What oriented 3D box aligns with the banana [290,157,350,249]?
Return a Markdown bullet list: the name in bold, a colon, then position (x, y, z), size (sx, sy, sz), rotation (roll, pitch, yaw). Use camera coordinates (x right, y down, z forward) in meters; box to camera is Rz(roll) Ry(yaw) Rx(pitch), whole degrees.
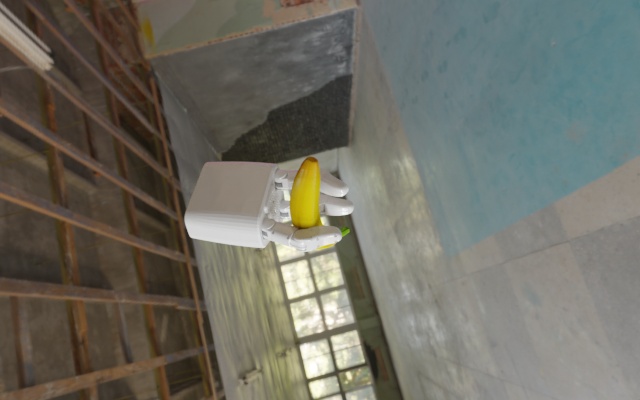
- **banana**: position (-0.009, 0.018, 0.625), size (0.037, 0.069, 0.198), rotation (26, -19, 25)
